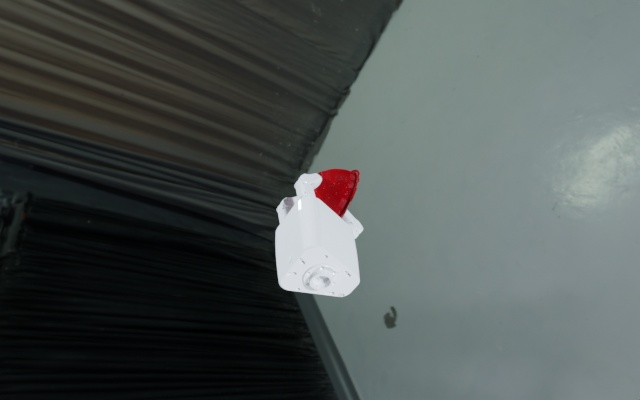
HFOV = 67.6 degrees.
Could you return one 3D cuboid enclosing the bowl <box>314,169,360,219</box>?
[{"bbox_3d":[0.000,0.002,0.823,0.055,0.162,0.162,32,-7,-11],"label":"bowl"}]
